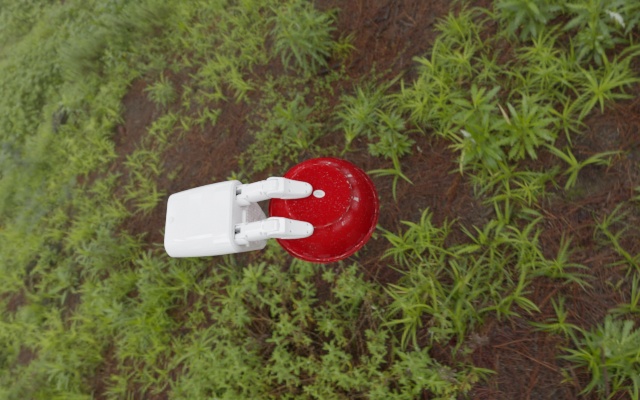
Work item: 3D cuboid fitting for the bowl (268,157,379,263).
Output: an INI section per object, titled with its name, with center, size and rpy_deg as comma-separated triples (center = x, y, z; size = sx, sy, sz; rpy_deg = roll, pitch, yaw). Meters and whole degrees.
[bowl]
center = 0.001, 0.002, 0.660
size = 0.162, 0.162, 0.055
rpy_deg = 0, -21, 8
